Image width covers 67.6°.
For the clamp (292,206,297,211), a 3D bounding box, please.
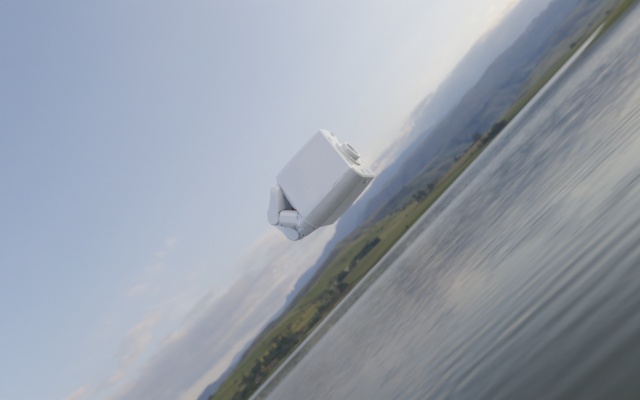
[{"bbox_3d":[0.000,0.002,0.832,0.120,0.039,0.171,-44,-9,18],"label":"clamp"}]
